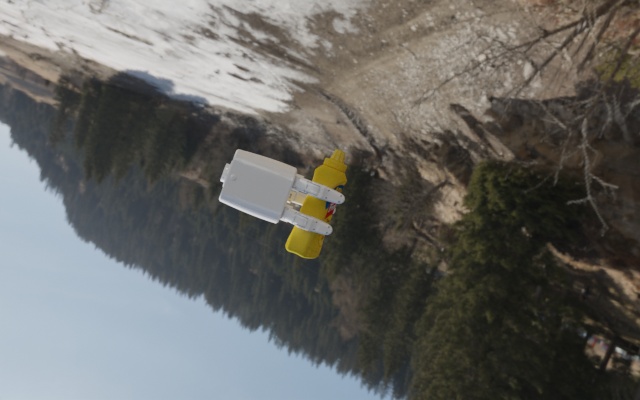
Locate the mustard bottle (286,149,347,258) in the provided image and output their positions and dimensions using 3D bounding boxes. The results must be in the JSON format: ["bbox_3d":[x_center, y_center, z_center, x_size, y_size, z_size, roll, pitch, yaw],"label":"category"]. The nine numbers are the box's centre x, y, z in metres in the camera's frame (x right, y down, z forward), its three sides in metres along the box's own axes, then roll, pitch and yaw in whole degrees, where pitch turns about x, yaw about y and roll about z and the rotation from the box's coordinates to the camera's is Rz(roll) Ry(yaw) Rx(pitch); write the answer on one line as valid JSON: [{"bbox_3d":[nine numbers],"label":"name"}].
[{"bbox_3d":[0.000,0.003,0.833,0.058,0.191,0.096,21,2,14],"label":"mustard bottle"}]
